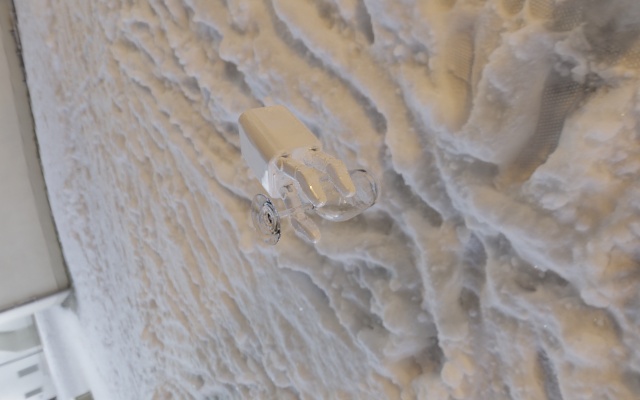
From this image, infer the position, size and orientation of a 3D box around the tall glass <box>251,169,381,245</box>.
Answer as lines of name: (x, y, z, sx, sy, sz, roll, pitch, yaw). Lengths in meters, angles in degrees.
tall glass: (0.000, 0.003, 0.718, 0.201, 0.079, 0.079, -17, 10, -36)
